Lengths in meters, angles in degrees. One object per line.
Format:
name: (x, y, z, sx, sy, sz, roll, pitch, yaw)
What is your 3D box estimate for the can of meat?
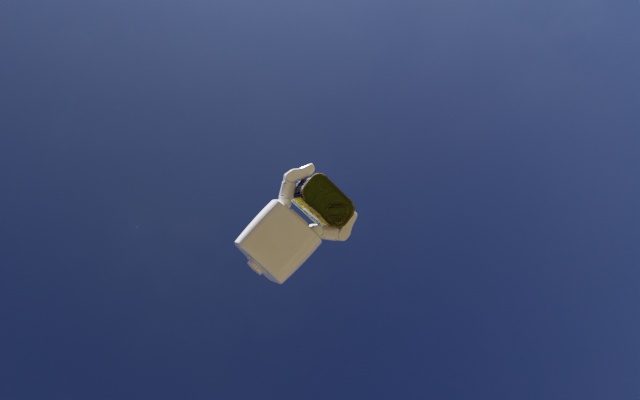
can of meat: (0.000, 0.003, 0.861, 0.102, 0.057, 0.084, 43, -17, -14)
